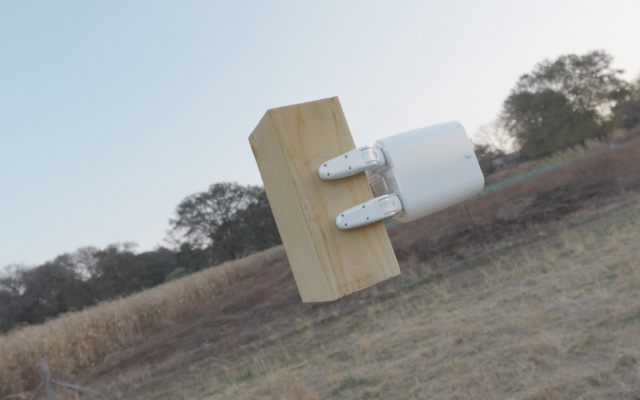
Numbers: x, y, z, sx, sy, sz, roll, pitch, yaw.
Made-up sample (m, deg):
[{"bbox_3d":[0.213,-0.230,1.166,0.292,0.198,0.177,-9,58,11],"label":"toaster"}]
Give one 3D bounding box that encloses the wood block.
[{"bbox_3d":[0.000,0.002,0.539,0.090,0.206,0.091,-17,-6,-24],"label":"wood block"}]
